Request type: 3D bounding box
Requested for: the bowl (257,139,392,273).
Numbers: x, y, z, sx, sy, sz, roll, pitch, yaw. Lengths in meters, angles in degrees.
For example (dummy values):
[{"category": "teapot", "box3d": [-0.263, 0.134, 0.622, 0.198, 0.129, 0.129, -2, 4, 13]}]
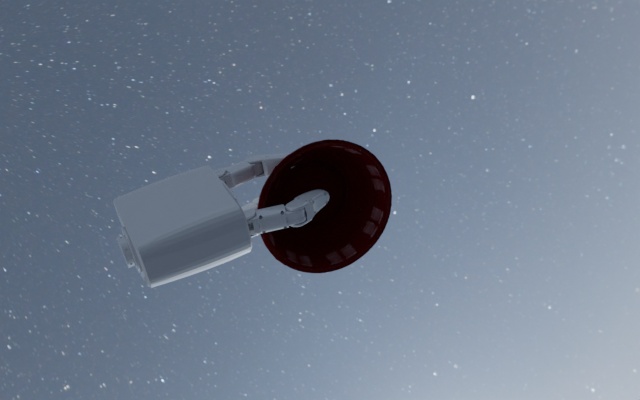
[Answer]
[{"category": "bowl", "box3d": [0.001, 0.002, 0.562, 0.162, 0.162, 0.055, 0, 20, -20]}]
